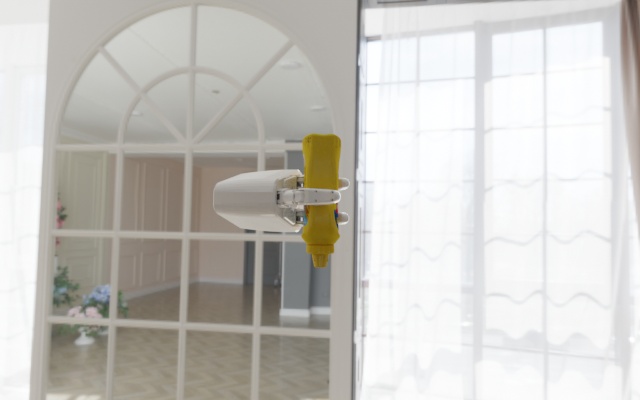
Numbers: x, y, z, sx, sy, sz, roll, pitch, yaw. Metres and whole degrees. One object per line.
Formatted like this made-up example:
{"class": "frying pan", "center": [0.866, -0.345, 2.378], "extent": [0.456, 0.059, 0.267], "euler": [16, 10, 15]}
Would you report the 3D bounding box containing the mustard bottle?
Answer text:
{"class": "mustard bottle", "center": [0.000, 0.002, 0.706], "extent": [0.058, 0.191, 0.096], "euler": [1, -3, -4]}
